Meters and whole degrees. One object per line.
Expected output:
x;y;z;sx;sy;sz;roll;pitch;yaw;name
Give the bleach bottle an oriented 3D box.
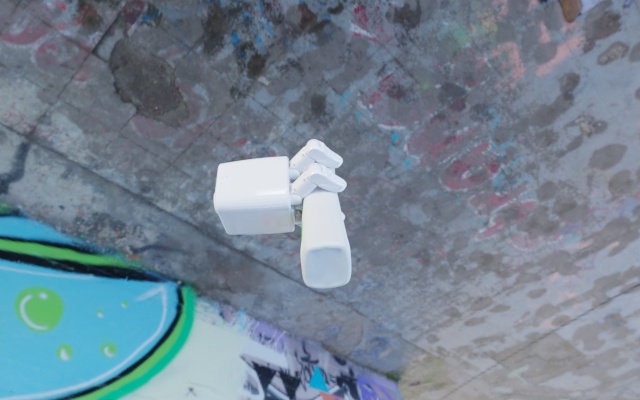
0.000;0.002;0.727;0.068;0.103;0.250;-4;44;-1;bleach bottle
